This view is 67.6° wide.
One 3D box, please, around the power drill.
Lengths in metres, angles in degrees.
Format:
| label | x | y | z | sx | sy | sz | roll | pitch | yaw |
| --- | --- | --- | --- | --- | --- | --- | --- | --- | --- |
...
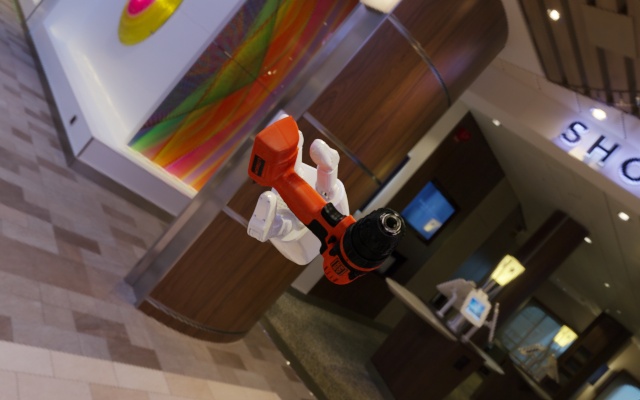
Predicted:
| label | x | y | z | sx | sy | sz | roll | pitch | yaw |
| --- | --- | --- | --- | --- | --- | --- | --- | --- | --- |
| power drill | 0.000 | 0.001 | 0.523 | 0.057 | 0.187 | 0.184 | -34 | -10 | -25 |
